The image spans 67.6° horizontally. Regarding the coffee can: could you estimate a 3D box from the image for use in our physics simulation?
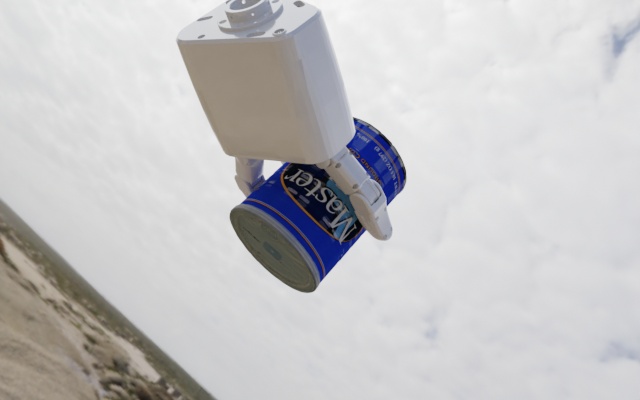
[{"bbox_3d":[0.000,0.002,0.452,0.140,0.103,0.103,-45,24,-26],"label":"coffee can"}]
